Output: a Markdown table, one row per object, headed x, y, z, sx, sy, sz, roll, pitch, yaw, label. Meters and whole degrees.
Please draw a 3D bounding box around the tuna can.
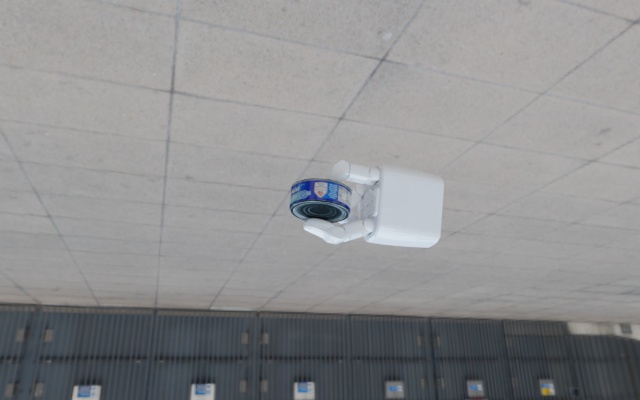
| x | y | z | sx | sy | sz | roll | pitch | yaw | label |
| --- | --- | --- | --- | --- | --- | --- | --- | --- | --- |
| 0.000 | 0.003 | 0.660 | 0.086 | 0.033 | 0.086 | 4 | -22 | 2 | tuna can |
